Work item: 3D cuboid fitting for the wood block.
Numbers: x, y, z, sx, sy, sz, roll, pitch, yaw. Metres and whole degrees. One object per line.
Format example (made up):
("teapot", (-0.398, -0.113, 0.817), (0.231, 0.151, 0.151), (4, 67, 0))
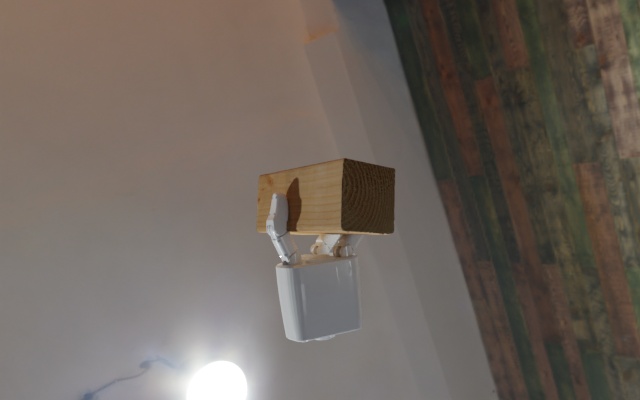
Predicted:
("wood block", (0.000, 0.003, 0.676), (0.091, 0.090, 0.206), (7, -8, -37))
